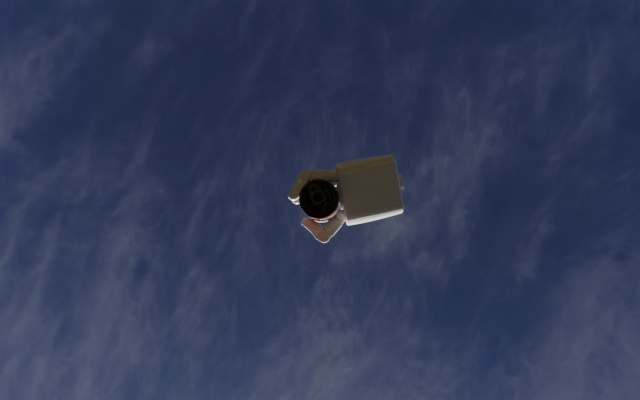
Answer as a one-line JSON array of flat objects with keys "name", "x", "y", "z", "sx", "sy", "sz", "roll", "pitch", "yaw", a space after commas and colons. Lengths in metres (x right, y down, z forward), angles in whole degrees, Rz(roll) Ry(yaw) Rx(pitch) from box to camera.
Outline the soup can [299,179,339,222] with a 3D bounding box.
[{"name": "soup can", "x": 0.000, "y": 0.003, "z": 0.849, "sx": 0.068, "sy": 0.068, "sz": 0.102, "roll": 0, "pitch": -6, "yaw": 3}]
